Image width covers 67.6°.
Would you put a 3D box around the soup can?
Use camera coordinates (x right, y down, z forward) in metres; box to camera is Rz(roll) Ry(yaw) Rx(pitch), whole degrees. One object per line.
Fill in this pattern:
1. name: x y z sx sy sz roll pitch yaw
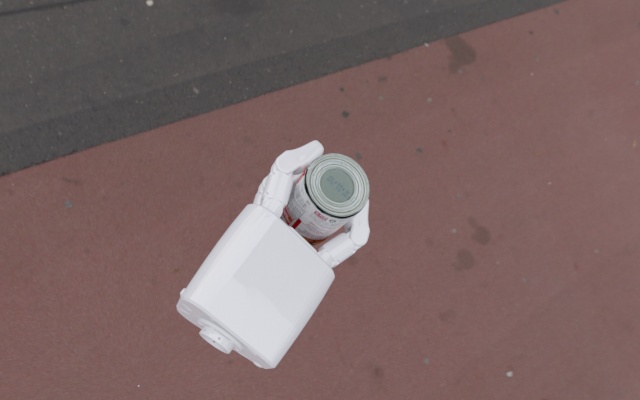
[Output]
1. soup can: 0.001 0.001 0.495 0.068 0.068 0.102 0 -20 -21
